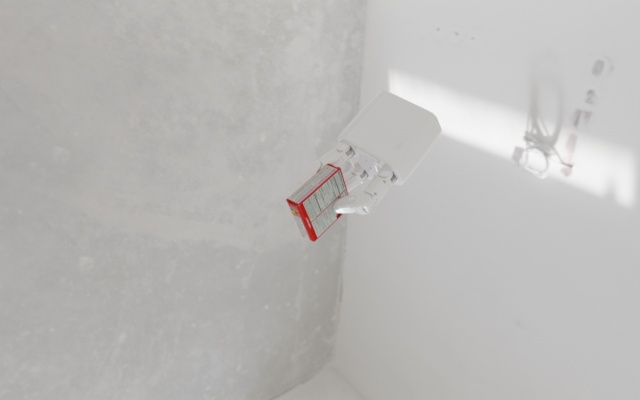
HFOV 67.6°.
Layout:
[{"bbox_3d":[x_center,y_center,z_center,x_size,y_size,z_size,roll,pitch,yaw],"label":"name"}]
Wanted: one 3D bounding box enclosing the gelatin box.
[{"bbox_3d":[0.000,0.003,0.679,0.030,0.073,0.089,23,56,41],"label":"gelatin box"}]
